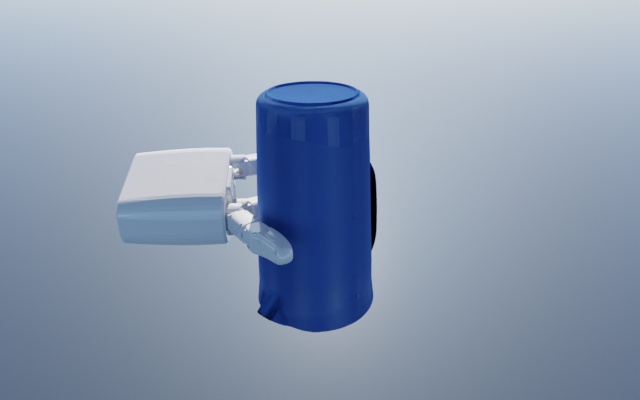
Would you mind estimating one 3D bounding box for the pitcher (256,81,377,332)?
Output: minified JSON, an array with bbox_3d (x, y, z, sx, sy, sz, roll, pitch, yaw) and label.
[{"bbox_3d":[0.000,0.002,0.511,0.145,0.243,0.149,-1,27,-2],"label":"pitcher"}]
